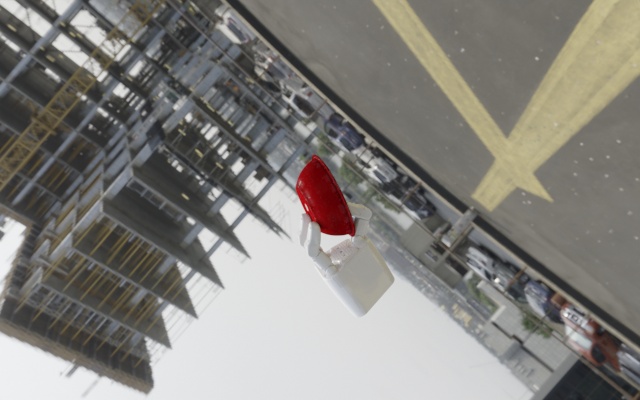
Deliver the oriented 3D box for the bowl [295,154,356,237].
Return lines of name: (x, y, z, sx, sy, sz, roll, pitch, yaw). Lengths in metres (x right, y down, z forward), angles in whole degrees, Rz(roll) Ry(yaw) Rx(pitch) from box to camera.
bowl: (-0.001, 0.002, 0.840, 0.055, 0.162, 0.162, -26, 4, -9)
